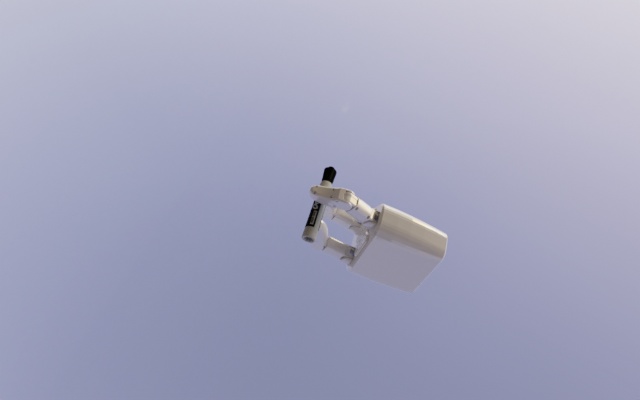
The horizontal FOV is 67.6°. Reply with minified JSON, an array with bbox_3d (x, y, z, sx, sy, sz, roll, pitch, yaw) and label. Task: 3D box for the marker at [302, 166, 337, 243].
[{"bbox_3d":[0.000,0.002,0.654,0.020,0.121,0.020,13,-32,8],"label":"marker"}]
